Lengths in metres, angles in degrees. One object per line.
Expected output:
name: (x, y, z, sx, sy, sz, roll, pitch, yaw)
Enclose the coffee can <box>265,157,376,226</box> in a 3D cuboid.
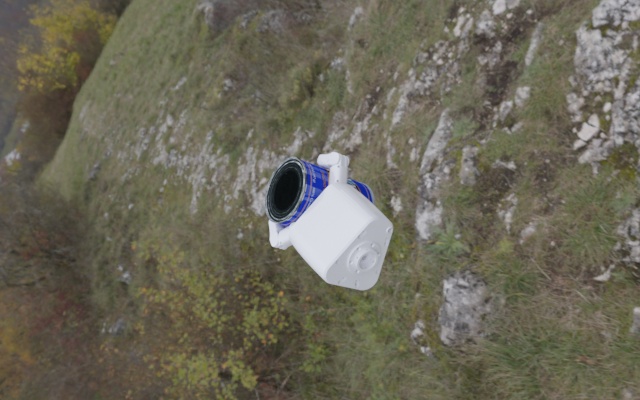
coffee can: (0.000, 0.002, 0.740, 0.140, 0.103, 0.103, 19, -11, -36)
